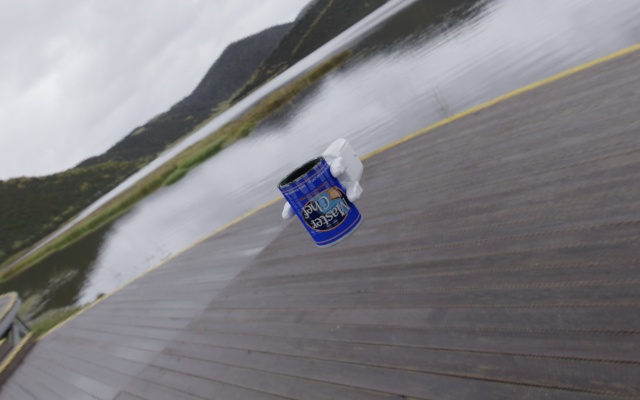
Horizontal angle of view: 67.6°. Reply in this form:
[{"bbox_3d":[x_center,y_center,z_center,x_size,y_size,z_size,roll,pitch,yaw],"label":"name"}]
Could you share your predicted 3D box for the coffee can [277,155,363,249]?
[{"bbox_3d":[0.000,0.003,0.884,0.103,0.140,0.102,-31,14,9],"label":"coffee can"}]
